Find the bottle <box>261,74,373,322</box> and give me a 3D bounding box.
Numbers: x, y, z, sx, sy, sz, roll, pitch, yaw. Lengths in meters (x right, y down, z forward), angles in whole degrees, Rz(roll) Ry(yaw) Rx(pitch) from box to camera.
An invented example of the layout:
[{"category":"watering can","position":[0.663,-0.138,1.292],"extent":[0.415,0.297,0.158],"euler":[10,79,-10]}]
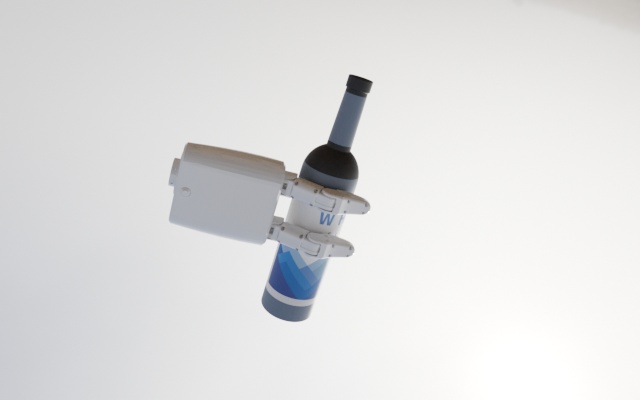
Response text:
[{"category":"bottle","position":[0.000,0.002,0.555],"extent":[0.069,0.296,0.069],"euler":[16,20,-6]}]
